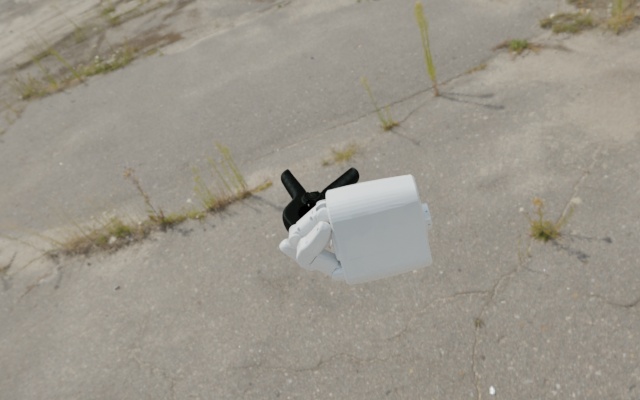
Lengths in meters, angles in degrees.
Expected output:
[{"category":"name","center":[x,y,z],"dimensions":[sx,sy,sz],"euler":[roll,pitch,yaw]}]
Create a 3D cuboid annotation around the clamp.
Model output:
[{"category":"clamp","center":[0.000,0.002,0.677],"dimensions":[0.120,0.039,0.171],"euler":[-11,38,6]}]
